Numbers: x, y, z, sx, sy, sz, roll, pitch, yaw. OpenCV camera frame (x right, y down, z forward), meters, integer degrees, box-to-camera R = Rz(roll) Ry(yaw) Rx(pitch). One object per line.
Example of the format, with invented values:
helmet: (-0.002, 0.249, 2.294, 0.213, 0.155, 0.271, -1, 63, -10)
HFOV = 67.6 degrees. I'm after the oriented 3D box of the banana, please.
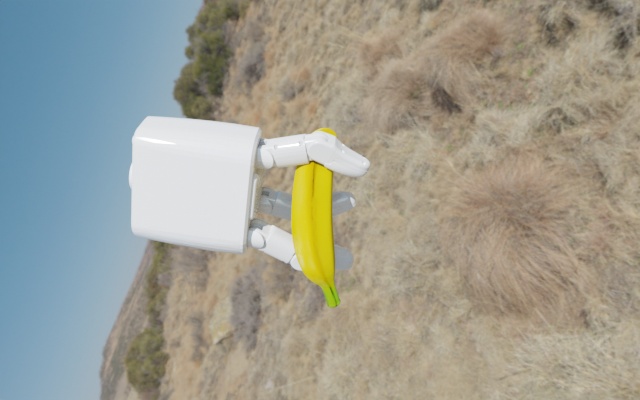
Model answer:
banana: (-0.003, -0.006, 0.444, 0.037, 0.197, 0.070, -4, -33, 10)
